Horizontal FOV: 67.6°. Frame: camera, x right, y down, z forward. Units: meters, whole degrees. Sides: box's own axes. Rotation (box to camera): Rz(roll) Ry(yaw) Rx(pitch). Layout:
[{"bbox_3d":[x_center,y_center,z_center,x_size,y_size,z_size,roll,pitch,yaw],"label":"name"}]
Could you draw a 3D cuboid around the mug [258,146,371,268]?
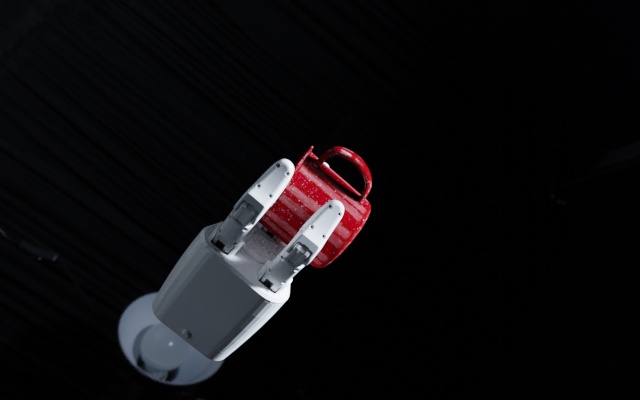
[{"bbox_3d":[0.001,0.001,0.448,0.081,0.117,0.093,40,26,-6],"label":"mug"}]
